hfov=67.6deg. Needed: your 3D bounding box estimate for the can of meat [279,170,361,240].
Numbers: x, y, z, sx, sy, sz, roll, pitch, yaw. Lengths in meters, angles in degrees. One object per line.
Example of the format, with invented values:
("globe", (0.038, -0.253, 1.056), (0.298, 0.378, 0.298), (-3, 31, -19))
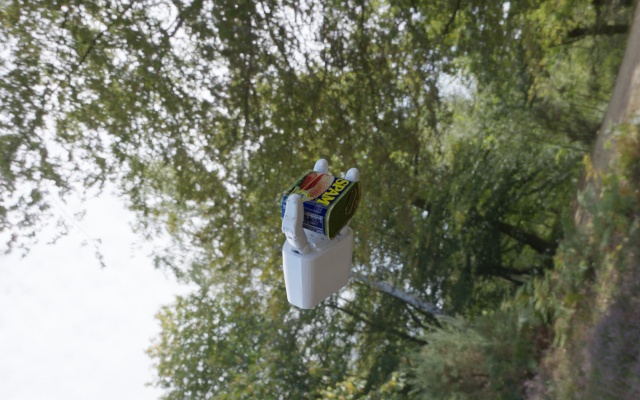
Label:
("can of meat", (0.000, 0.002, 0.702), (0.084, 0.057, 0.102), (17, 40, 25))
